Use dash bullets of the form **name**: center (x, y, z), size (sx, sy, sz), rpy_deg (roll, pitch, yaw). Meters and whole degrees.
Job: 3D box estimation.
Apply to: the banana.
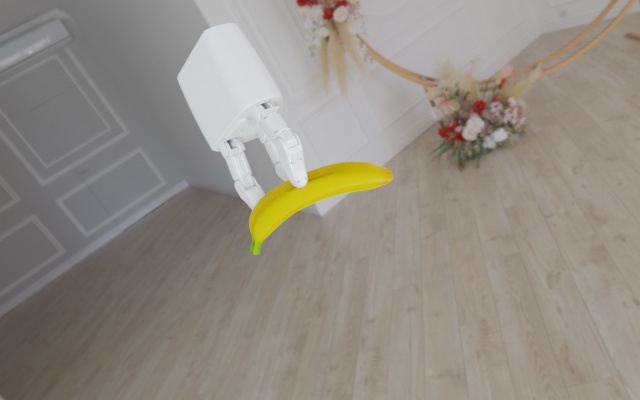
- **banana**: center (-0.007, -0.007, 0.566), size (0.198, 0.037, 0.070), rpy_deg (-27, -36, -3)
